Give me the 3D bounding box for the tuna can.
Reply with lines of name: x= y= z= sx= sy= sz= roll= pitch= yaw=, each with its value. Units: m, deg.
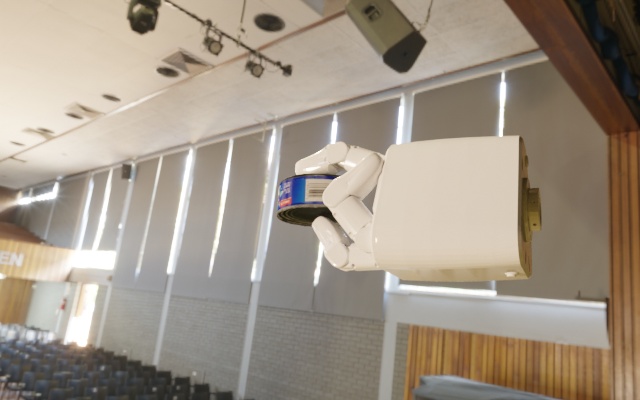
tuna can: x=0.000 y=0.001 z=0.473 sx=0.086 sy=0.033 sz=0.086 roll=2 pitch=-15 yaw=0
